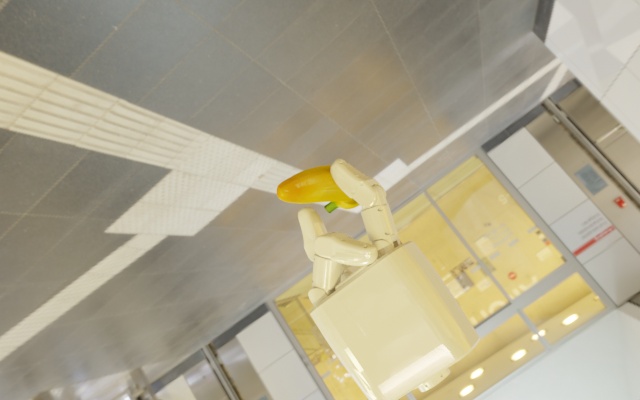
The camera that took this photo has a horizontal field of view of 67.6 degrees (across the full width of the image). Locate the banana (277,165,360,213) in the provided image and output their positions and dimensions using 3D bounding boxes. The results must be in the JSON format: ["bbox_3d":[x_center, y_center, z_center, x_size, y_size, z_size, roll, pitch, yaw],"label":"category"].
[{"bbox_3d":[0.016,-0.009,0.515,0.069,0.037,0.198,-37,-15,8],"label":"banana"}]
